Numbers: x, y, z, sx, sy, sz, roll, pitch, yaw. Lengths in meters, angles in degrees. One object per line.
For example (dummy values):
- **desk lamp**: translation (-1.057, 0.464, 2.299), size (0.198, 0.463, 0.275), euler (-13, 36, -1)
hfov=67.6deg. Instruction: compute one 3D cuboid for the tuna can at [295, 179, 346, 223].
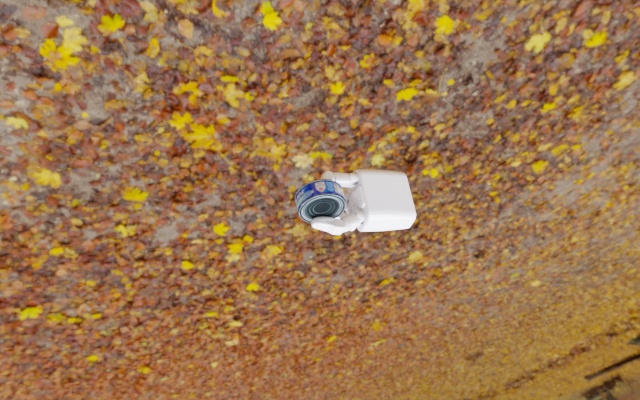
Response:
- **tuna can**: translation (0.000, 0.003, 0.830), size (0.086, 0.033, 0.086), euler (-9, -36, -7)
